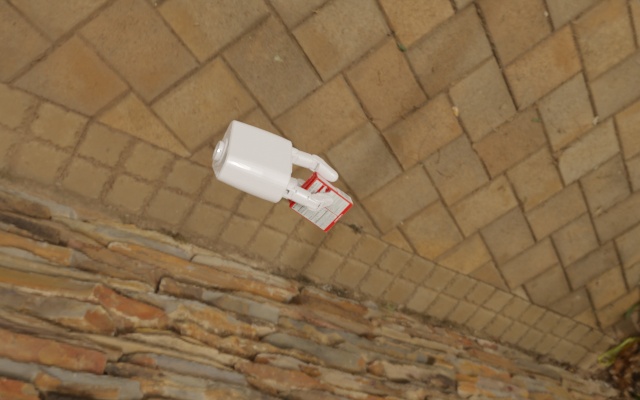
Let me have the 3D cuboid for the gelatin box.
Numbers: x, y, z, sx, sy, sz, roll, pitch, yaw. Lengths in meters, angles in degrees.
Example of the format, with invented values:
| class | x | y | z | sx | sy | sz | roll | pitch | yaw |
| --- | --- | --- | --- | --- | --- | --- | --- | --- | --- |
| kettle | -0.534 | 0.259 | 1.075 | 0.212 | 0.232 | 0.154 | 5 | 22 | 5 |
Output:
| class | x | y | z | sx | sy | sz | roll | pitch | yaw |
| --- | --- | --- | --- | --- | --- | --- | --- | --- | --- |
| gelatin box | 0.000 | 0.003 | 0.835 | 0.089 | 0.073 | 0.030 | 36 | 18 | -23 |
